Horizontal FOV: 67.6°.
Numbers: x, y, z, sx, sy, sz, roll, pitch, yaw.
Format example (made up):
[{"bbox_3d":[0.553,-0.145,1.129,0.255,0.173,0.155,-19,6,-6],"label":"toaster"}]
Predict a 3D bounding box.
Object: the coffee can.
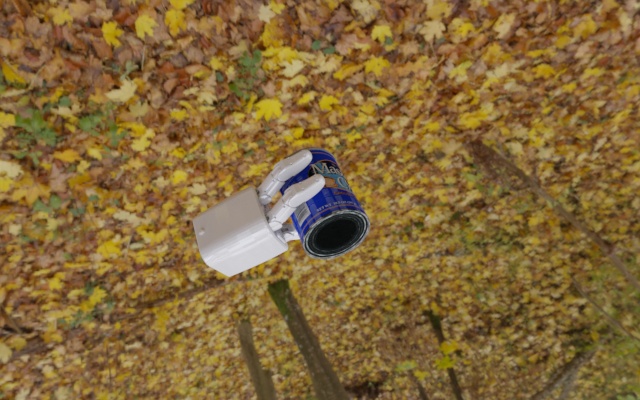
[{"bbox_3d":[0.000,0.002,0.719,0.103,0.103,0.140,0,43,-28],"label":"coffee can"}]
